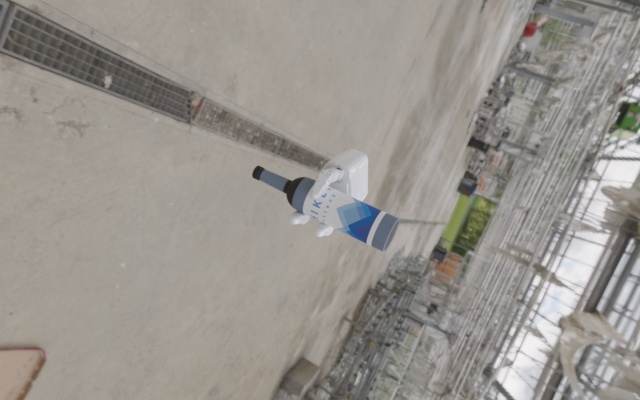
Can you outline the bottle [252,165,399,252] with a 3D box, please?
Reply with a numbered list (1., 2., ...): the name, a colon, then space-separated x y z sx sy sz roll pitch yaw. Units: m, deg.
1. bottle: 0.000 0.003 0.898 0.295 0.069 0.069 25 8 17
